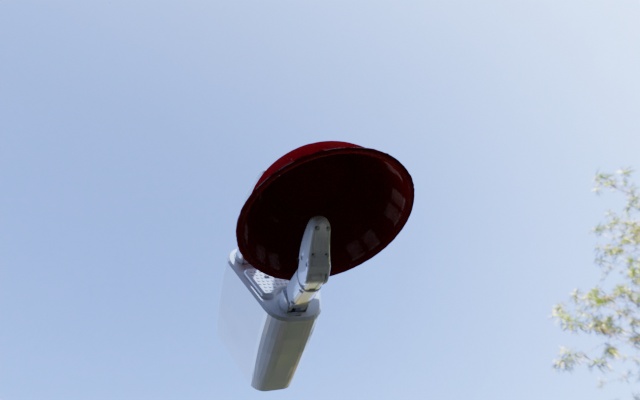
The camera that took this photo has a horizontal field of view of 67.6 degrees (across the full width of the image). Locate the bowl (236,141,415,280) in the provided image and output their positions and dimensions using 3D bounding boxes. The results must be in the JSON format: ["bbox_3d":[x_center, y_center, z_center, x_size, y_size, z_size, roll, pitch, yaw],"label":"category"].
[{"bbox_3d":[0.001,0.000,0.432,0.162,0.162,0.055,0,43,-22],"label":"bowl"}]
